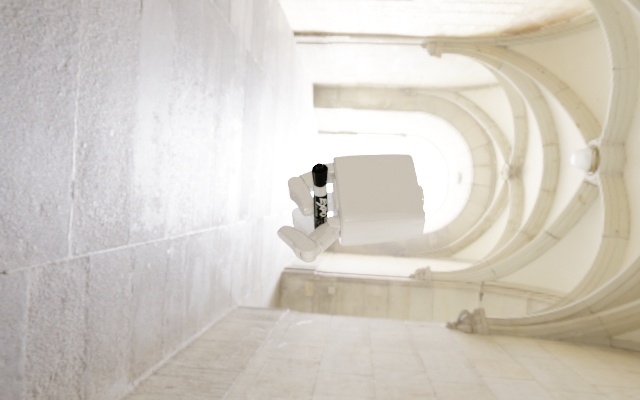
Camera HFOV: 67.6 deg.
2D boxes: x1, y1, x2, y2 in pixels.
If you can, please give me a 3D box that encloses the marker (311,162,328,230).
[{"bbox_3d":[0.000,0.002,0.570,0.020,0.020,0.121,0,-43,1],"label":"marker"}]
